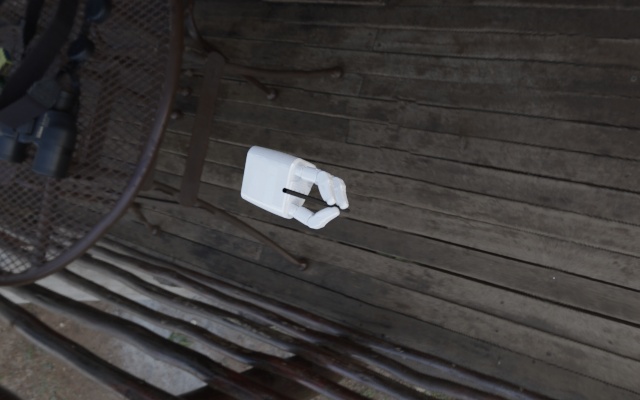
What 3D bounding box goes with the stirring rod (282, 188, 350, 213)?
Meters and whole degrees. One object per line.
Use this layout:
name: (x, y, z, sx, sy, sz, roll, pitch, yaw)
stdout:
stirring rod: (0.000, 0.003, 0.796, 0.011, 0.011, 0.239, 0, -8, 26)
